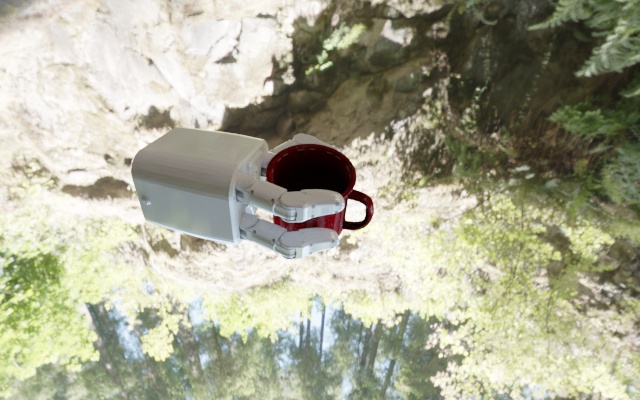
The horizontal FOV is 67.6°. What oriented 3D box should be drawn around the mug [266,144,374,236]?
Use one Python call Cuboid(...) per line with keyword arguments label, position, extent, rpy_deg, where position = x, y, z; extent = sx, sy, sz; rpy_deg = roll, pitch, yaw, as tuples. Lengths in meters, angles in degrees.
Cuboid(label="mug", position=(0.001, 0.002, 0.515), extent=(0.117, 0.093, 0.082), rpy_deg=(13, -43, 8))
